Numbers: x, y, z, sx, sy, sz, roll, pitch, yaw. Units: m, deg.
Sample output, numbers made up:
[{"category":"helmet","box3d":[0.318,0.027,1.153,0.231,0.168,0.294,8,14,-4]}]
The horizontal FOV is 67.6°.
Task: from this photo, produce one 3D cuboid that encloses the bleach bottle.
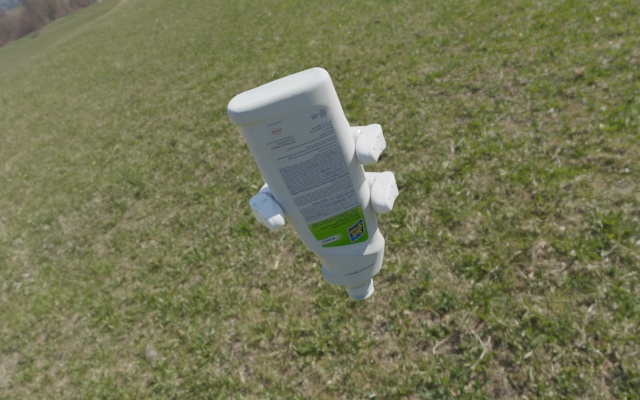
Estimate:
[{"category":"bleach bottle","box3d":[0.000,0.002,0.489,0.102,0.251,0.068,-19,26,3]}]
